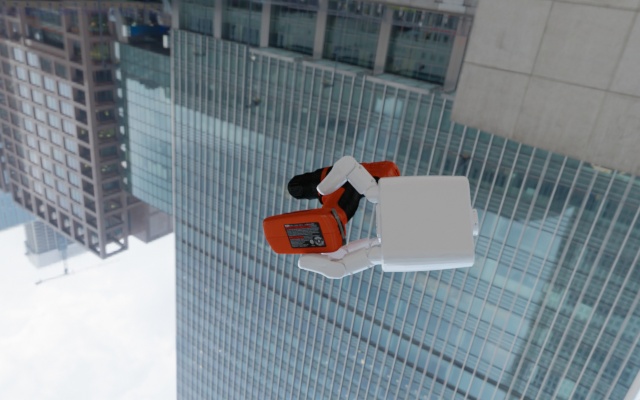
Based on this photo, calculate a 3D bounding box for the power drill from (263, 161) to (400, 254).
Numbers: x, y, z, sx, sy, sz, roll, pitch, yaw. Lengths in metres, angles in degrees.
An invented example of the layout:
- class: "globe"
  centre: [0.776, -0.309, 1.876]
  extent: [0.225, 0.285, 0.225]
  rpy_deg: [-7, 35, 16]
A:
- class: "power drill"
  centre: [0.000, 0.002, 0.660]
  extent: [0.184, 0.057, 0.187]
  rpy_deg: [-8, 24, 32]
